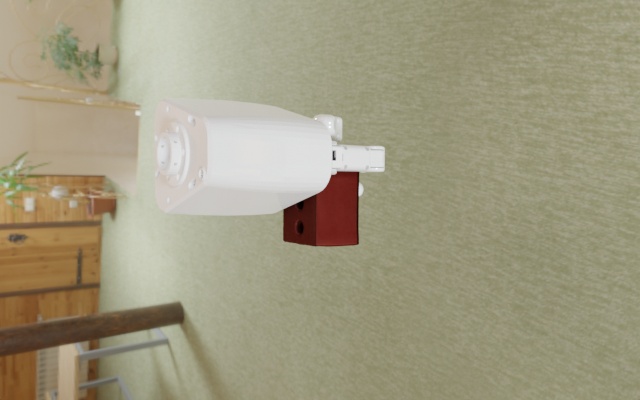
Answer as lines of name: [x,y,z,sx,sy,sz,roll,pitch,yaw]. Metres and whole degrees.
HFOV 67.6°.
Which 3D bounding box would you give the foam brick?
foam brick: [0.000,0.002,0.437,0.051,0.078,0.053,-2,3,-39]
